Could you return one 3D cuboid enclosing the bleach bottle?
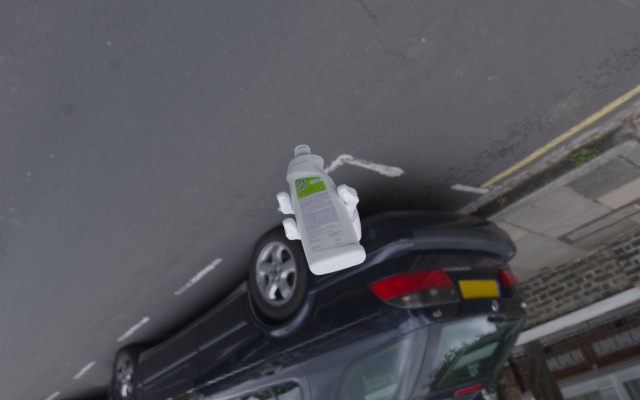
[{"bbox_3d":[0.000,0.003,0.874,0.102,0.250,0.068,-17,-28,3],"label":"bleach bottle"}]
